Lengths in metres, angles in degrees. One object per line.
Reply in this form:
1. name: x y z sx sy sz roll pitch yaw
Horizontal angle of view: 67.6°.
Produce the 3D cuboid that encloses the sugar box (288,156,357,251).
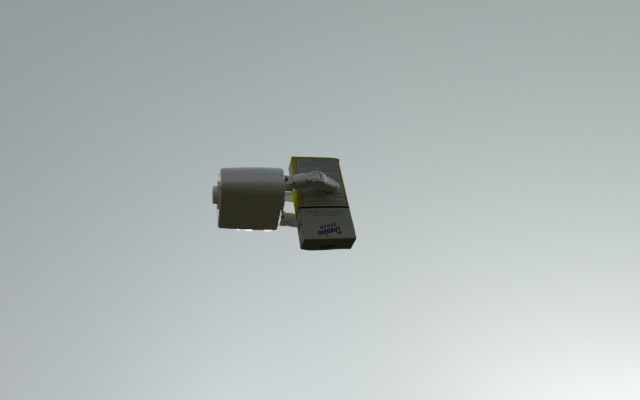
1. sugar box: 0.000 0.003 0.843 0.093 0.176 0.048 0 -32 -14
